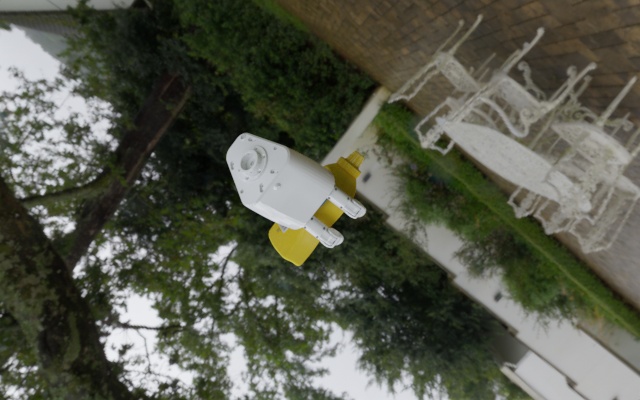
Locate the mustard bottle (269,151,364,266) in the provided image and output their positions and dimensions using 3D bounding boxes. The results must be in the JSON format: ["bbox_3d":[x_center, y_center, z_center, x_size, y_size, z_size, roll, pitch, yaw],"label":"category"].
[{"bbox_3d":[0.000,0.003,0.739,0.058,0.191,0.096,34,9,-28],"label":"mustard bottle"}]
